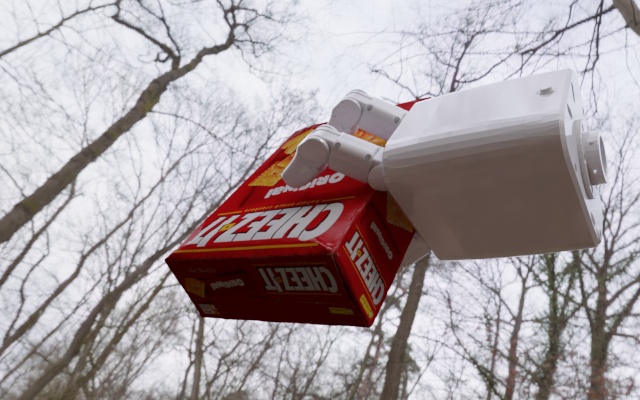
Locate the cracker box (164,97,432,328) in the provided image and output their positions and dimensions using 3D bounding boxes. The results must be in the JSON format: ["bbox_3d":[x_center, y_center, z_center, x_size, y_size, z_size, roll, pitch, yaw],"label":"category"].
[{"bbox_3d":[0.000,0.001,0.403,0.164,0.072,0.213,-8,30,36],"label":"cracker box"}]
